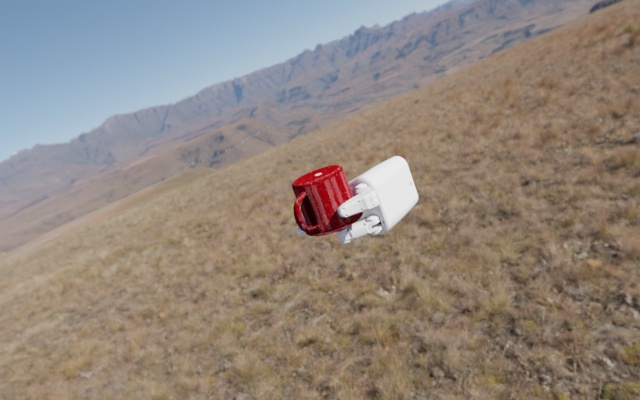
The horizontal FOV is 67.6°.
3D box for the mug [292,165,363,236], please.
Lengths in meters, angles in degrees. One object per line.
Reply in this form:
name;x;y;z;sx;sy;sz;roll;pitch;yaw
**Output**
mug;-0.001;0.003;0.712;0.093;0.081;0.117;-7;19;44
